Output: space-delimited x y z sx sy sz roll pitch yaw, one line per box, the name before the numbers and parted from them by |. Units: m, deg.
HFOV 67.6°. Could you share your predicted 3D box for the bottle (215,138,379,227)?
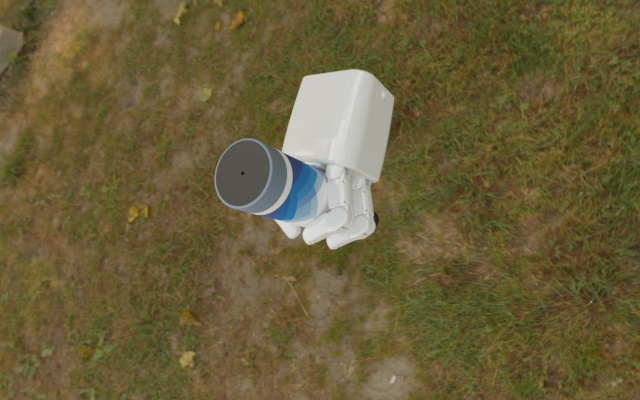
bottle | 0.000 0.002 0.559 0.069 0.069 0.296 0 -11 30
